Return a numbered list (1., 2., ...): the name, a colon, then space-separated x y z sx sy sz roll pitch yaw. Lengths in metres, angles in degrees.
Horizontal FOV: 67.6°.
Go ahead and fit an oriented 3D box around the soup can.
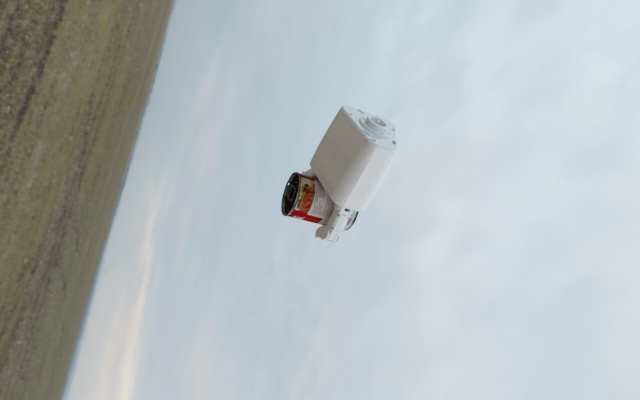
1. soup can: 0.000 0.003 0.723 0.102 0.068 0.068 15 -6 -22
